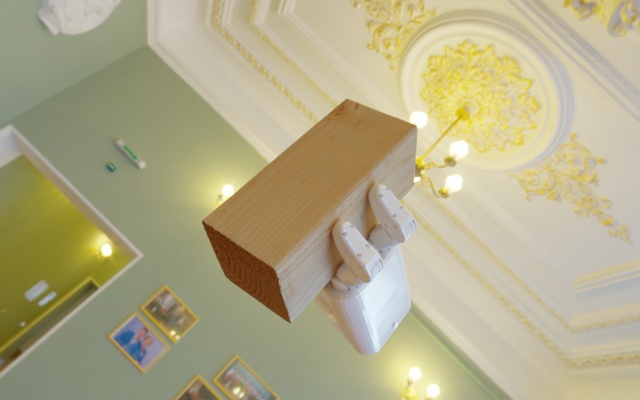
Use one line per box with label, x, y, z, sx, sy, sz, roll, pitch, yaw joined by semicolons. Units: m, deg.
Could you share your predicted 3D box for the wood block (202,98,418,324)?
wood block;0.000;0.002;0.466;0.091;0.090;0.206;27;56;29
